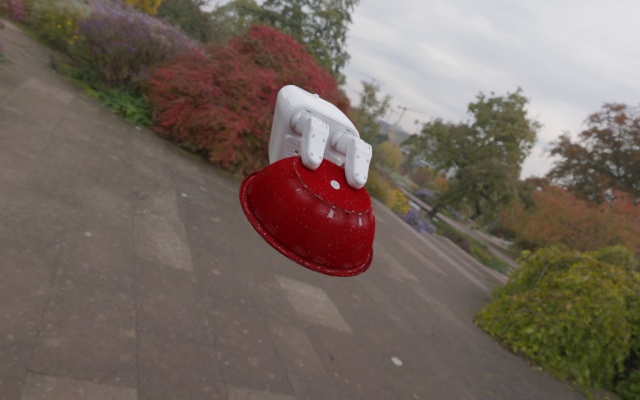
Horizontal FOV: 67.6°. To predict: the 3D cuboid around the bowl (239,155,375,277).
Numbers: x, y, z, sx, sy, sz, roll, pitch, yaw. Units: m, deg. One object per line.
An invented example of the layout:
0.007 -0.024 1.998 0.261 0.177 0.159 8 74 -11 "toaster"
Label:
0.001 0.002 0.495 0.162 0.055 0.162 26 29 -15 "bowl"
